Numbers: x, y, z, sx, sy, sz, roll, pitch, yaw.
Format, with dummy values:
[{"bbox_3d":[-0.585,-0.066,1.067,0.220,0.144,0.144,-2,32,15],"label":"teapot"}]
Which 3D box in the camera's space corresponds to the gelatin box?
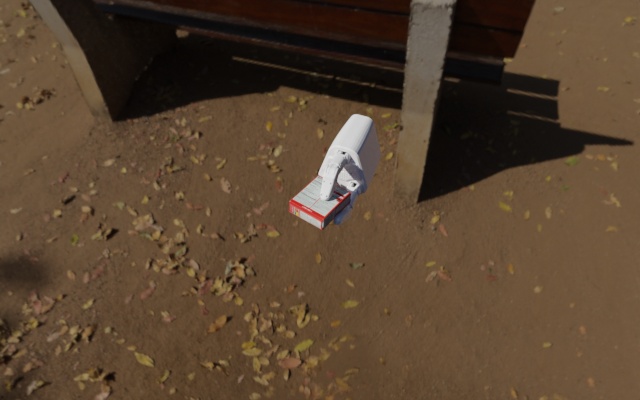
[{"bbox_3d":[0.000,0.003,0.836,0.073,0.030,0.089,28,49,23],"label":"gelatin box"}]
